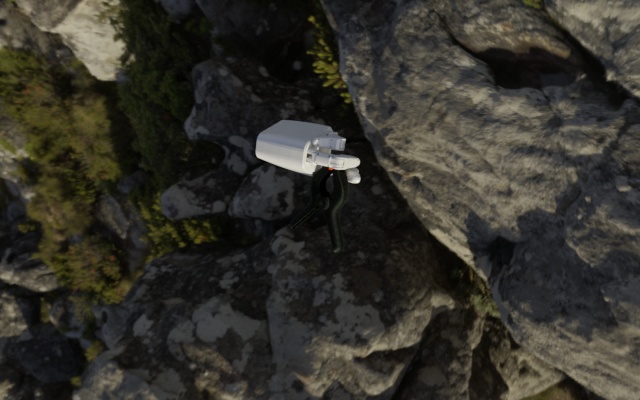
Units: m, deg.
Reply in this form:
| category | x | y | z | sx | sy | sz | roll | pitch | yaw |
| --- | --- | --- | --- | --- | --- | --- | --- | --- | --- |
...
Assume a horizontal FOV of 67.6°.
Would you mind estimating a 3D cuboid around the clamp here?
| category | x | y | z | sx | sy | sz | roll | pitch | yaw |
| --- | --- | --- | --- | --- | --- | --- | --- | --- | --- |
| clamp | 0.000 | 0.003 | 0.882 | 0.120 | 0.171 | 0.039 | 15 | 16 | 24 |
